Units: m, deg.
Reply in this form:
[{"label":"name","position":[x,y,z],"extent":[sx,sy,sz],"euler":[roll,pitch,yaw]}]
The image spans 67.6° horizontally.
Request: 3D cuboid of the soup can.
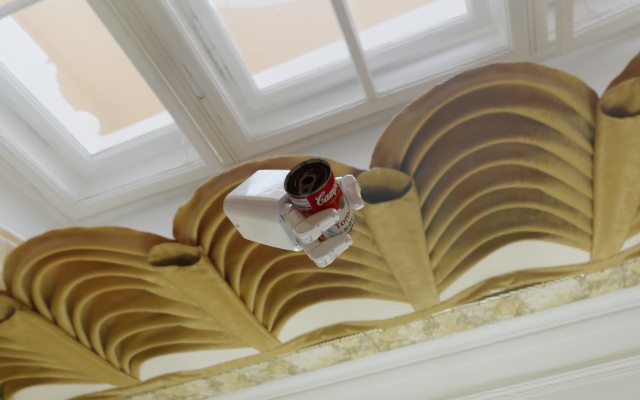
[{"label":"soup can","position":[0.001,0.002,0.659],"extent":[0.068,0.068,0.102],"euler":[0,-41,28]}]
